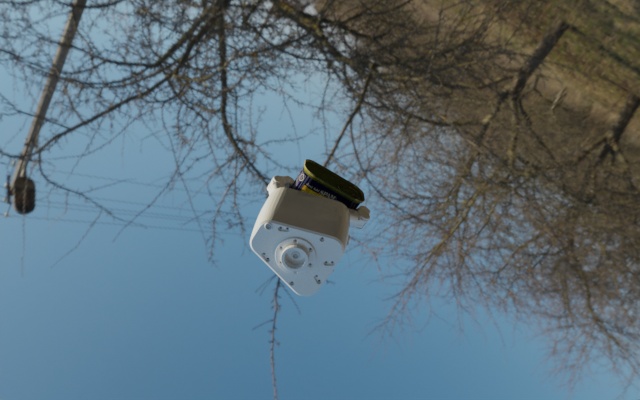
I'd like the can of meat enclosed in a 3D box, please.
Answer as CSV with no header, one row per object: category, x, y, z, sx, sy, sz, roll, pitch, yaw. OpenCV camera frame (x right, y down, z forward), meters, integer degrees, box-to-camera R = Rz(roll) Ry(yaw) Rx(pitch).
can of meat,0.000,0.002,0.706,0.102,0.084,0.057,29,21,-11
